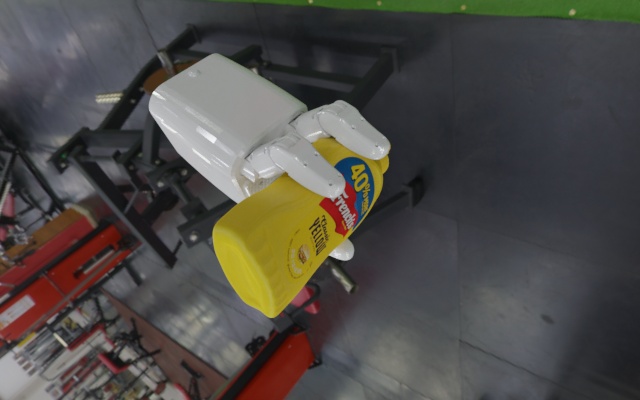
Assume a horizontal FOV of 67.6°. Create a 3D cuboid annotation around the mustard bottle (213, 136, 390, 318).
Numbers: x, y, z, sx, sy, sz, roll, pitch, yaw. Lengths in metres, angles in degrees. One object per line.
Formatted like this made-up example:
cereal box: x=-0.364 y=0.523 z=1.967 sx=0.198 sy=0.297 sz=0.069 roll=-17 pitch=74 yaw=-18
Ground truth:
mustard bottle: x=0.000 y=0.002 z=0.404 sx=0.058 sy=0.096 sz=0.191 roll=20 pitch=50 yaw=35
